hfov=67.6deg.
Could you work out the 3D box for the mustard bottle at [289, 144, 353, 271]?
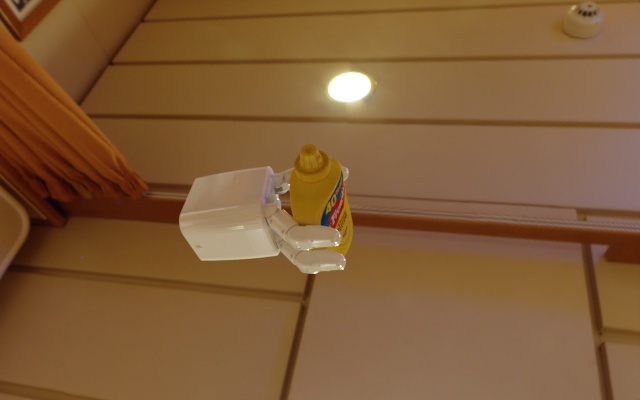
[{"bbox_3d":[0.000,0.002,0.593,0.058,0.096,0.192,14,-33,20],"label":"mustard bottle"}]
